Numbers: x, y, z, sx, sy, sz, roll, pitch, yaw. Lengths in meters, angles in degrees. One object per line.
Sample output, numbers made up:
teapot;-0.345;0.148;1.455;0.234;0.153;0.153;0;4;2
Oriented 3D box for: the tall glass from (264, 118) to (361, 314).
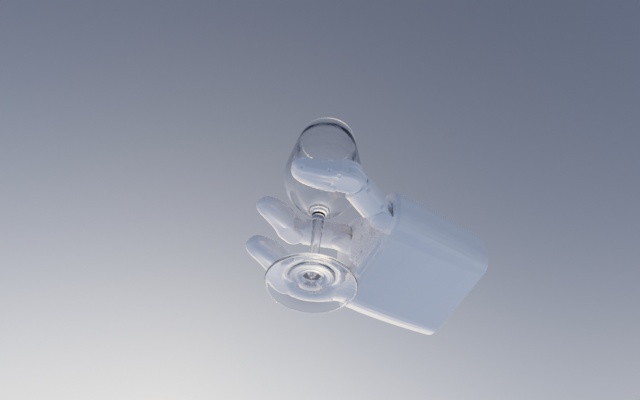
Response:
tall glass;0.000;0.002;0.449;0.079;0.079;0.200;0;42;6
